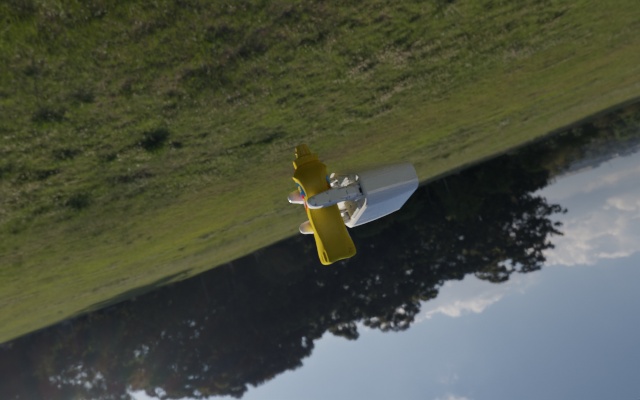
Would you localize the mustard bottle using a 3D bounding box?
[{"bbox_3d":[0.000,0.003,0.755,0.058,0.191,0.096,-19,-5,2],"label":"mustard bottle"}]
